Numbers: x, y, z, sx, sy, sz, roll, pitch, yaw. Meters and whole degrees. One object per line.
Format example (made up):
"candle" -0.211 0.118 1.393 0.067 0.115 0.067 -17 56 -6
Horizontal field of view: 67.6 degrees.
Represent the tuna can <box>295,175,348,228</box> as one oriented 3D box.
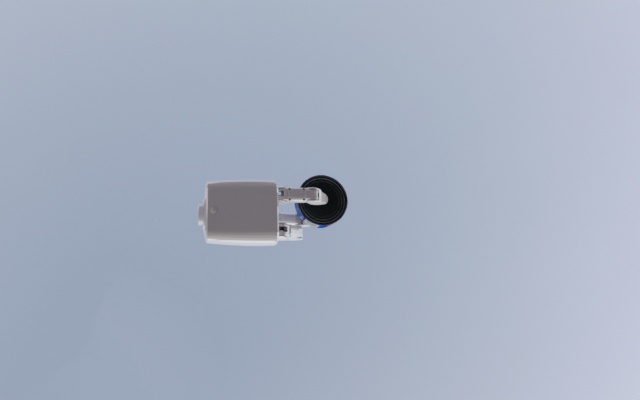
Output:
"tuna can" 0.000 0.003 0.801 0.086 0.086 0.034 0 -13 -13
